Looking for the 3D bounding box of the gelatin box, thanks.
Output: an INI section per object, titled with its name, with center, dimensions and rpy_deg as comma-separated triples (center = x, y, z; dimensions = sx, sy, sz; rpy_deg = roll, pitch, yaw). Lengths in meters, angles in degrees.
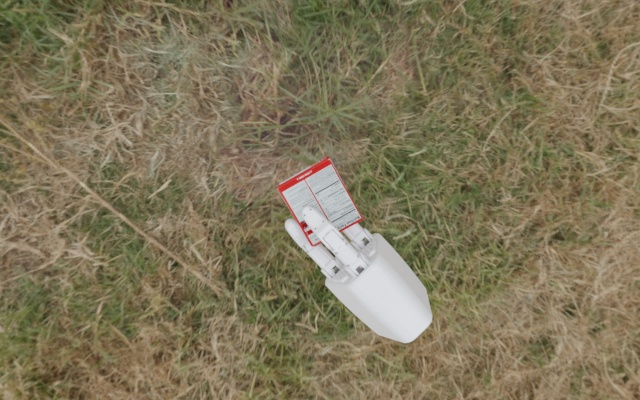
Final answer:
[gelatin box]
center = 0.000, 0.002, 0.588
dimensions = 0.073, 0.089, 0.030
rpy_deg = -29, 10, 4
